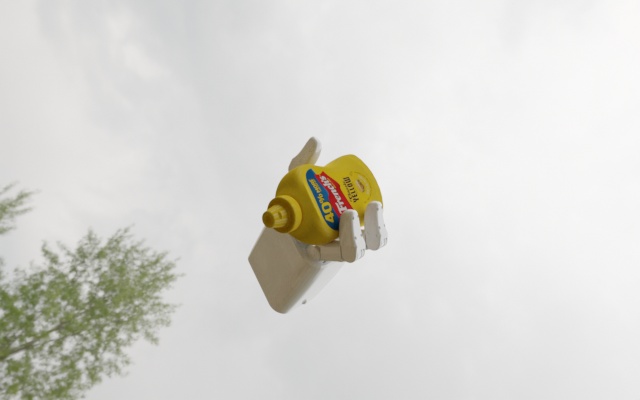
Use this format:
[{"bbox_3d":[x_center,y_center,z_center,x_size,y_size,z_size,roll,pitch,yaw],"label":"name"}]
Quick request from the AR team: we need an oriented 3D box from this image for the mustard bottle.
[{"bbox_3d":[0.000,0.002,0.573,0.058,0.096,0.191,-27,-5,38],"label":"mustard bottle"}]
